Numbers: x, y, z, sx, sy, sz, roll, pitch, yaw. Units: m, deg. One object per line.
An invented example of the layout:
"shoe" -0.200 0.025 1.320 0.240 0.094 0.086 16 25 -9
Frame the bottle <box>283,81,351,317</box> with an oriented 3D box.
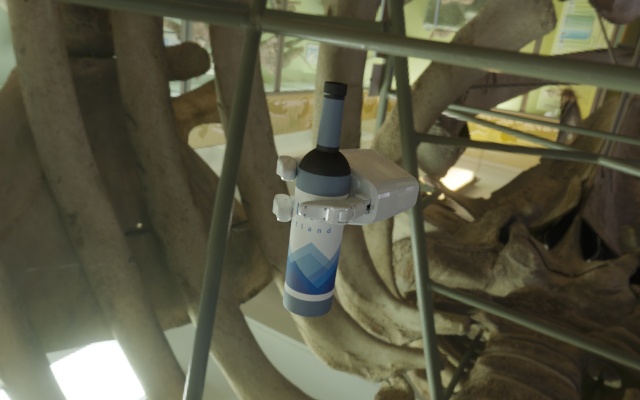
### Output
"bottle" 0.000 0.002 0.600 0.069 0.296 0.069 7 19 -2
